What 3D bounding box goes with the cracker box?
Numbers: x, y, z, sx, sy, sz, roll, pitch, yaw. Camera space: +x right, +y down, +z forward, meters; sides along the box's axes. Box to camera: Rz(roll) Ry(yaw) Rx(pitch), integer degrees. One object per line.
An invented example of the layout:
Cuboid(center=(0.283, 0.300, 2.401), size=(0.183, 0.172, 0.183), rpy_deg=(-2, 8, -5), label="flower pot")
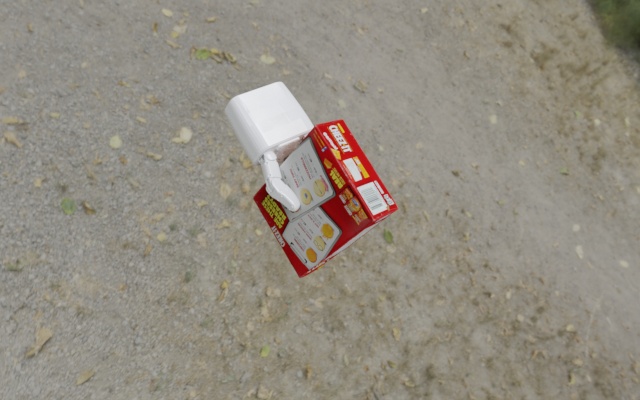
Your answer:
Cuboid(center=(0.000, 0.002, 0.754), size=(0.072, 0.164, 0.214), rpy_deg=(-21, -16, -42), label="cracker box")
